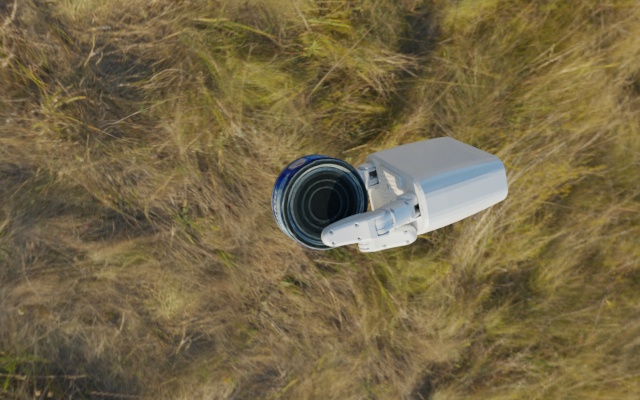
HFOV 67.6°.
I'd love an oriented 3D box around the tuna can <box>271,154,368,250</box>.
[{"bbox_3d":[0.000,0.002,0.438,0.086,0.086,0.033,0,9,-21],"label":"tuna can"}]
